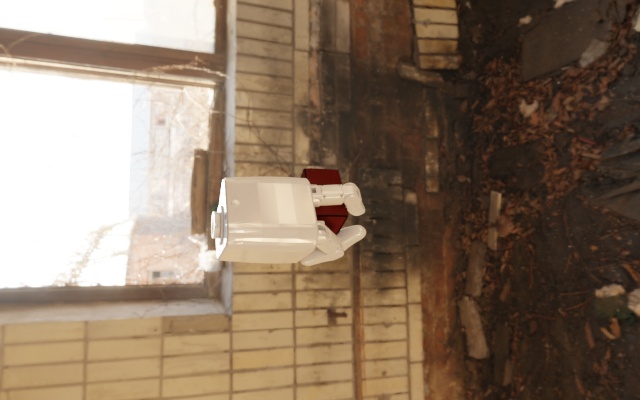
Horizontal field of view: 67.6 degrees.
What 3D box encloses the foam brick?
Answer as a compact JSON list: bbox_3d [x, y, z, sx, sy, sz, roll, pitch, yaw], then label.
[{"bbox_3d":[0.000,0.002,0.643,0.051,0.078,0.053,1,-35,-18],"label":"foam brick"}]
